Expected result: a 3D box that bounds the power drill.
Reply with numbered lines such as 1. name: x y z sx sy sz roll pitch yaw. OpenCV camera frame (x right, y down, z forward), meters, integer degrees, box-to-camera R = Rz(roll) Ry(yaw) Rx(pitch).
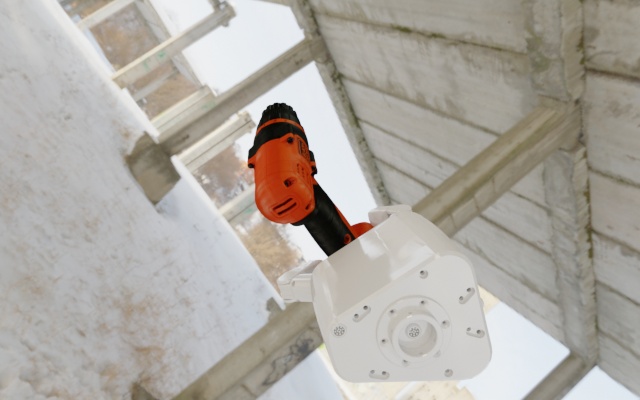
1. power drill: 0.000 0.002 0.473 0.057 0.188 0.184 -32 30 16
